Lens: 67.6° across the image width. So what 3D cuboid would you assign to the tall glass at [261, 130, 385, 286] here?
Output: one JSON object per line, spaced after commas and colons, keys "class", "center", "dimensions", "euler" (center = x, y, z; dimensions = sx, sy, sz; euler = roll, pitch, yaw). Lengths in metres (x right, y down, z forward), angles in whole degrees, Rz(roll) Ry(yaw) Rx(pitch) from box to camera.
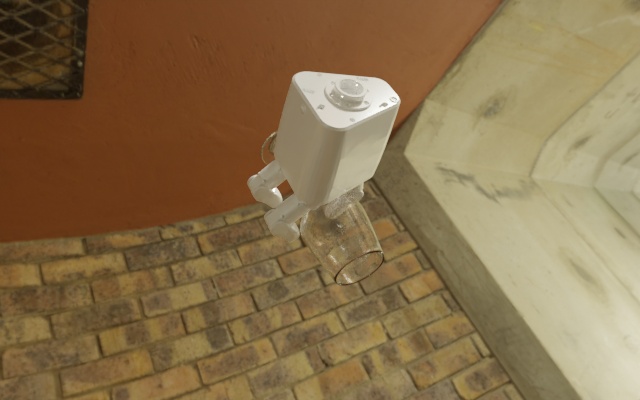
{"class": "tall glass", "center": [0.000, 0.001, 0.570], "dimensions": [0.079, 0.201, 0.079], "euler": [-21, -33, -15]}
